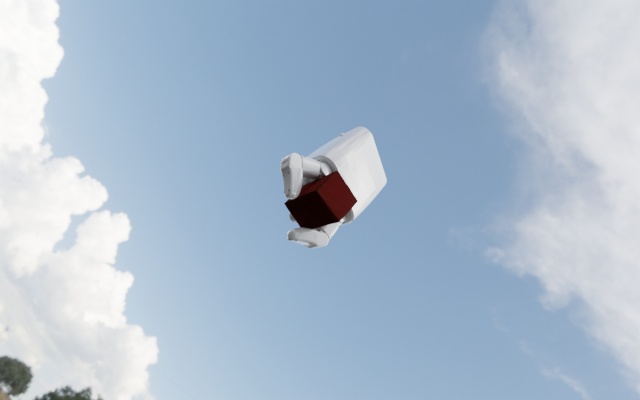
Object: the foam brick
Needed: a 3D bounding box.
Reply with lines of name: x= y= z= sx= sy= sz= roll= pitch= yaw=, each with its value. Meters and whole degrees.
foam brick: x=0.000 y=0.002 z=0.645 sx=0.078 sy=0.053 sz=0.051 roll=-19 pitch=19 yaw=50
